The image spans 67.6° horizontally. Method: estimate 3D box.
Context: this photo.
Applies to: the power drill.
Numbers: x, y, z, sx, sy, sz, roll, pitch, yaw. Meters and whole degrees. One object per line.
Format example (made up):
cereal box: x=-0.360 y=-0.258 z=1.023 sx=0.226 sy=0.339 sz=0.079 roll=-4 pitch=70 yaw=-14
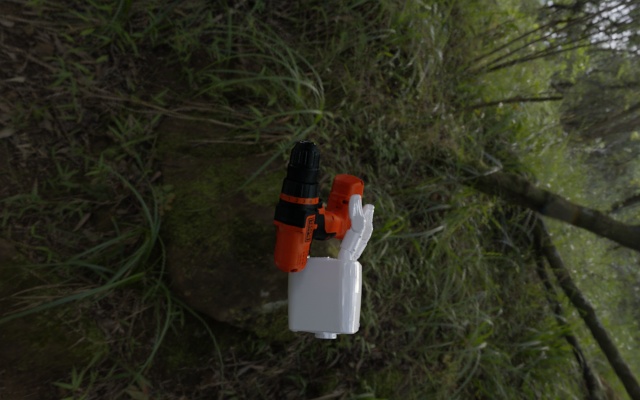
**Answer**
power drill: x=0.000 y=0.003 z=0.713 sx=0.057 sy=0.184 sz=0.187 roll=17 pitch=13 yaw=27
